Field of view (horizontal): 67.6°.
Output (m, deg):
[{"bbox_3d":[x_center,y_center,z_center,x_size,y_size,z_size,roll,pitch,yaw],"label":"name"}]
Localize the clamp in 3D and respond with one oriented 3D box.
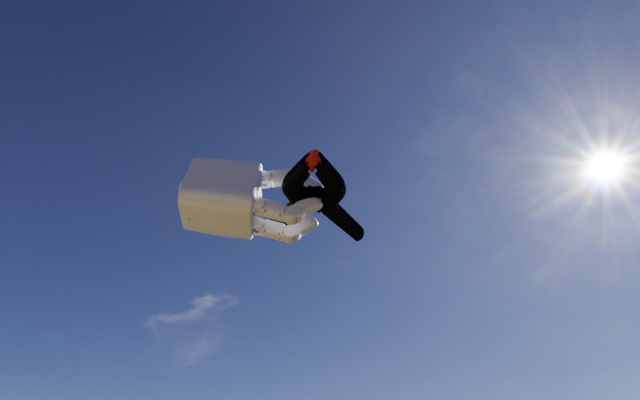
[{"bbox_3d":[0.000,0.001,0.734,0.164,0.036,0.210,7,-35,-3],"label":"clamp"}]
